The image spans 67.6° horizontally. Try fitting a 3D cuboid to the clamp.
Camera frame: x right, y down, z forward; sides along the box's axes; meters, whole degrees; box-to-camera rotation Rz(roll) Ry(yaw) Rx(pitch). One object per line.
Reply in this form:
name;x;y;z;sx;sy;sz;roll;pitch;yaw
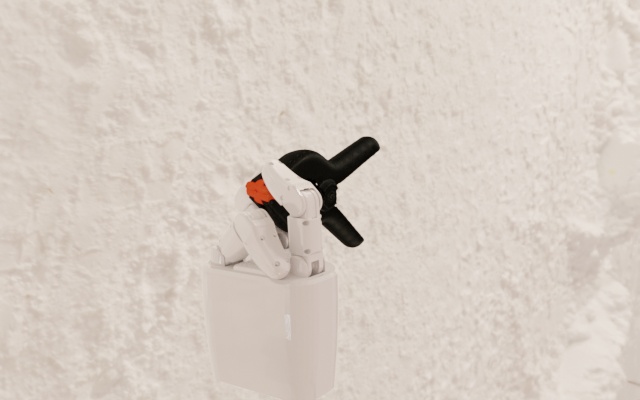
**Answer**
clamp;0.000;0.002;0.465;0.039;0.120;0.171;9;15;42
